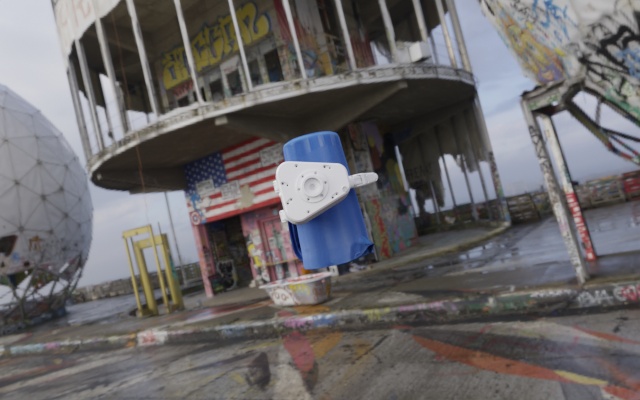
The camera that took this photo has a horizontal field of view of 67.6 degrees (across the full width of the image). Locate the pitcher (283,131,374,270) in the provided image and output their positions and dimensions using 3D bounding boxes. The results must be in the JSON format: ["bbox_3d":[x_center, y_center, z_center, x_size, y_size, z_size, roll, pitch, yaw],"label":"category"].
[{"bbox_3d":[0.000,0.003,0.898,0.149,0.243,0.145,-13,-2,-1],"label":"pitcher"}]
